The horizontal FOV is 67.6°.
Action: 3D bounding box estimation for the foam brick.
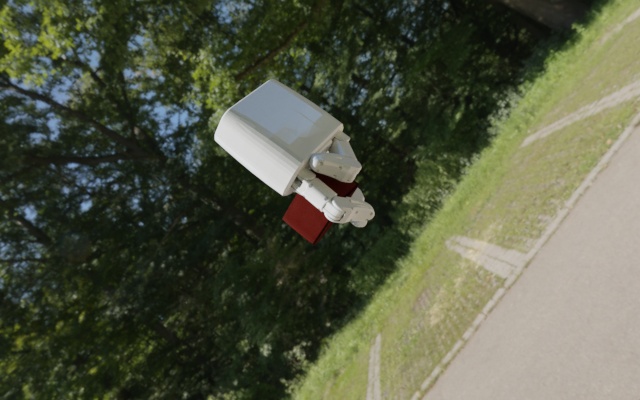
[{"bbox_3d":[0.000,0.002,0.570,0.051,0.078,0.053,36,33,6],"label":"foam brick"}]
